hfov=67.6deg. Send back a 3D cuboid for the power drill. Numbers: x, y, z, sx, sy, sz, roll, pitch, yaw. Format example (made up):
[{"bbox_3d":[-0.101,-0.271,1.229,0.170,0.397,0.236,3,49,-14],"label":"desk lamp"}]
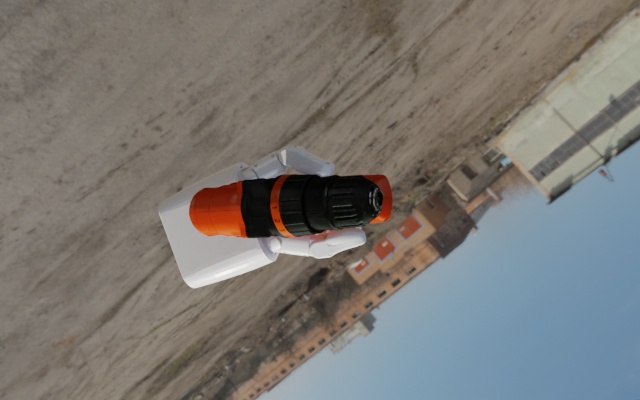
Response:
[{"bbox_3d":[0.000,0.002,0.458,0.184,0.057,0.187,-2,0,31],"label":"power drill"}]
